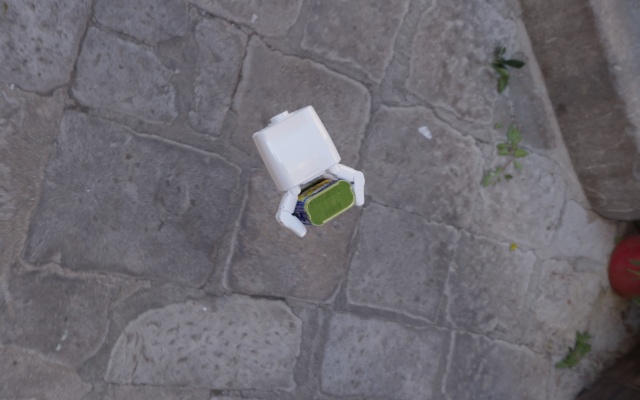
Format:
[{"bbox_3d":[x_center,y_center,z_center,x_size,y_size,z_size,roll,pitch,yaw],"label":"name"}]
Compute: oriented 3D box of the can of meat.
[{"bbox_3d":[0.000,0.003,0.832,0.102,0.057,0.084,-31,14,-22],"label":"can of meat"}]
